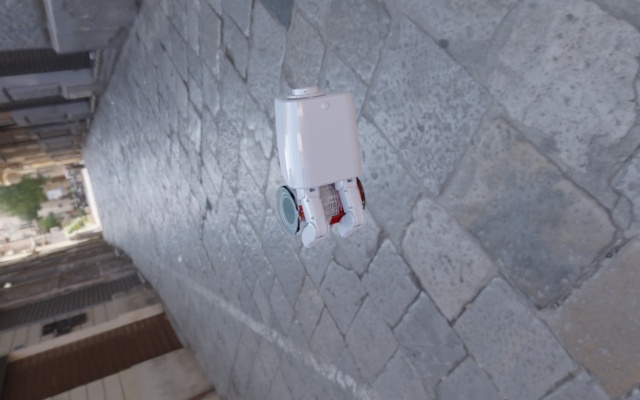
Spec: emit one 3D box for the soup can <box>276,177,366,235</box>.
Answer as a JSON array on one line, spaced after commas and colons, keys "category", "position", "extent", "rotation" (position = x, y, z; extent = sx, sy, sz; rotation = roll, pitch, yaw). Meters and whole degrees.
[{"category": "soup can", "position": [0.000, 0.003, 0.642], "extent": [0.102, 0.068, 0.068], "rotation": [-14, 6, -26]}]
